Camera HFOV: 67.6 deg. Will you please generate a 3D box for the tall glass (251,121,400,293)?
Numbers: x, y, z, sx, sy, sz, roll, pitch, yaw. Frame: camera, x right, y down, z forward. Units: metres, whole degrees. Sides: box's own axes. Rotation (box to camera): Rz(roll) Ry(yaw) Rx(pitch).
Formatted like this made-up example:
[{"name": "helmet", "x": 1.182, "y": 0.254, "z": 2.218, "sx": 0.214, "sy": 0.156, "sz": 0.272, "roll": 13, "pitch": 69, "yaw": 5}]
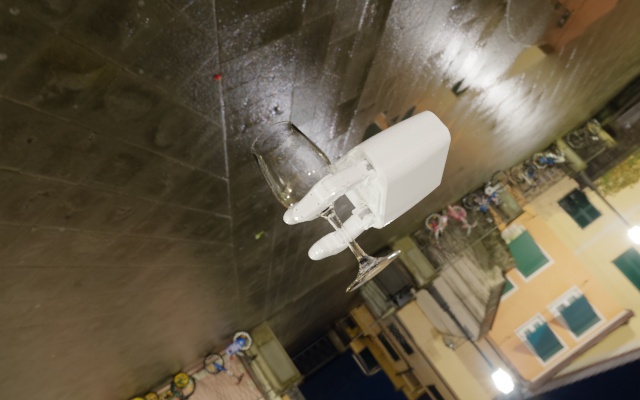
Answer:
[{"name": "tall glass", "x": 0.000, "y": 0.002, "z": 0.546, "sx": 0.079, "sy": 0.201, "sz": 0.079, "roll": -34, "pitch": -16, "yaw": -11}]
